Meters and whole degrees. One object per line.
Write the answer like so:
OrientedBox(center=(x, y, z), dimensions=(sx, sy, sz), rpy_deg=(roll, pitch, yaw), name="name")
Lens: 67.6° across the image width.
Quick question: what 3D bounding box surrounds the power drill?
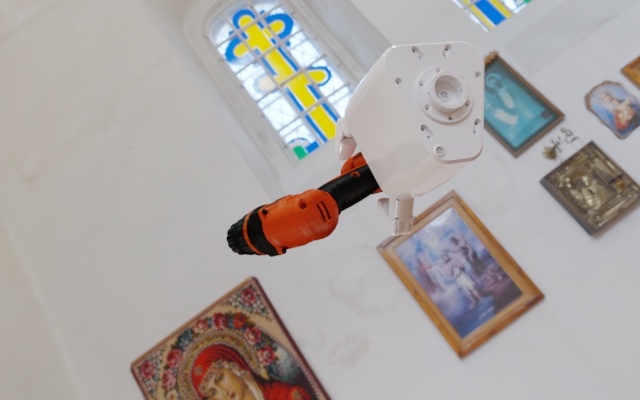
OrientedBox(center=(0.001, 0.001, 0.527), dimensions=(0.187, 0.057, 0.184), rpy_deg=(-32, 9, -35), name="power drill")
